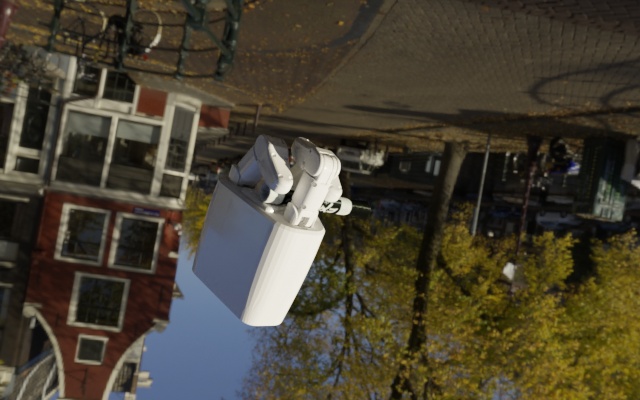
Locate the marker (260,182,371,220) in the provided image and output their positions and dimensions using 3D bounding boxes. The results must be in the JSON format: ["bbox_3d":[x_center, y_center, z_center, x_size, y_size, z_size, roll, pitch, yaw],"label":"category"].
[{"bbox_3d":[0.000,0.001,0.450,0.121,0.020,0.020,11,-6,-35],"label":"marker"}]
